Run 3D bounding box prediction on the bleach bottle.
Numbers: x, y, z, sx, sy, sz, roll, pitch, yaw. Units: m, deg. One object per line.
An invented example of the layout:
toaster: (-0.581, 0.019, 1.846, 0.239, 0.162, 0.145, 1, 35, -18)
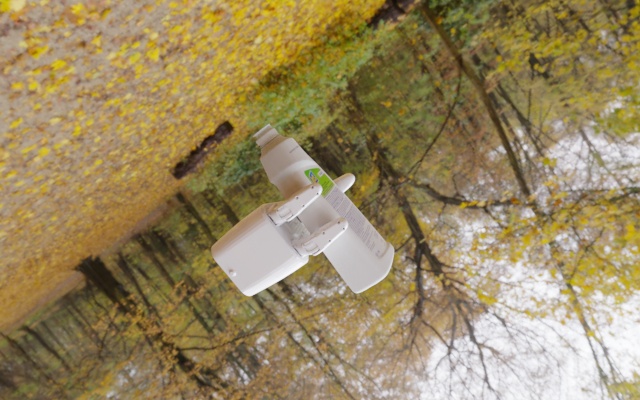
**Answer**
bleach bottle: (0.000, 0.002, 0.654, 0.068, 0.251, 0.102, -35, 7, 21)
